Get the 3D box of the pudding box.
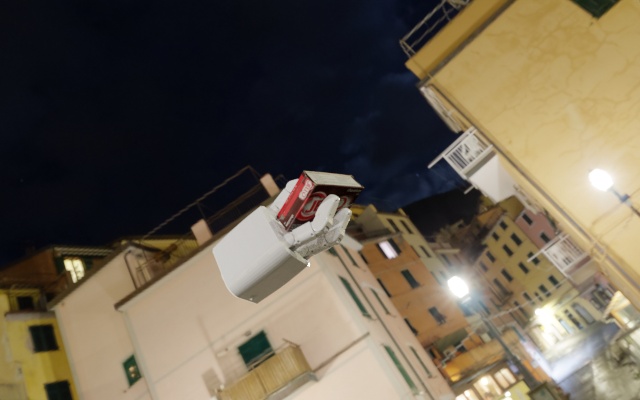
[{"bbox_3d":[0.000,0.002,0.722,0.113,0.090,0.039,-1,42,-49],"label":"pudding box"}]
